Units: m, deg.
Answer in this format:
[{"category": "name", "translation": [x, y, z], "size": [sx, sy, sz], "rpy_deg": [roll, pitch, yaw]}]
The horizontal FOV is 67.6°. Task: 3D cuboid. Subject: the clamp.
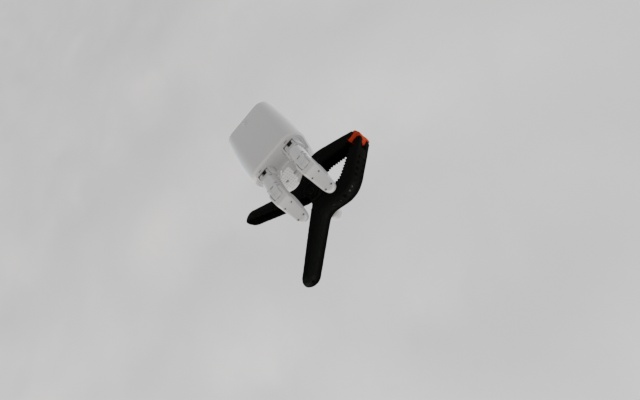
[{"category": "clamp", "translation": [0.001, 0.002, 0.650], "size": [0.036, 0.210, 0.164], "rpy_deg": [29, 16, -51]}]
